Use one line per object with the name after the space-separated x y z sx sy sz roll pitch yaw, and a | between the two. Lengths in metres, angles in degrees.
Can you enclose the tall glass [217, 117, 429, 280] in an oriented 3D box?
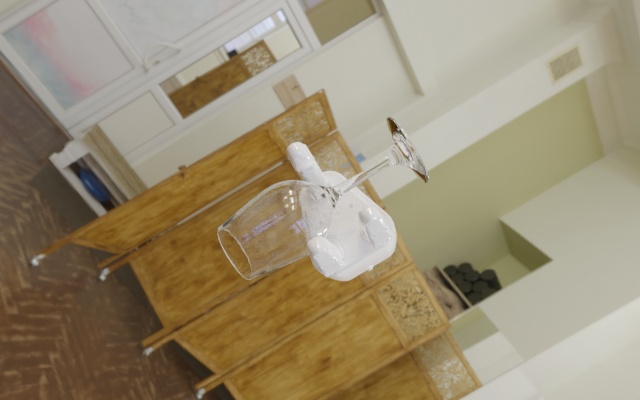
0.001 0.001 0.470 0.201 0.079 0.079 -31 -1 2 | tall glass
